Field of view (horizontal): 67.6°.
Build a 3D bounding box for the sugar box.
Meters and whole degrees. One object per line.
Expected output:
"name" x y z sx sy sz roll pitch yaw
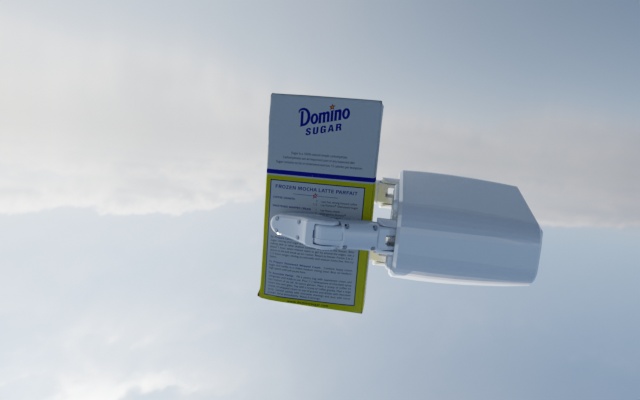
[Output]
"sugar box" 0.000 0.001 0.409 0.093 0.176 0.048 6 7 8
